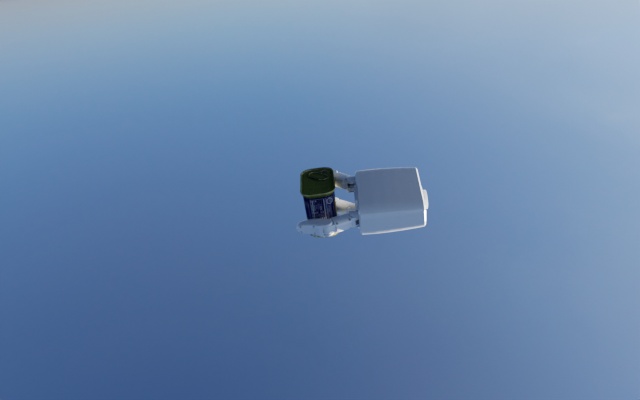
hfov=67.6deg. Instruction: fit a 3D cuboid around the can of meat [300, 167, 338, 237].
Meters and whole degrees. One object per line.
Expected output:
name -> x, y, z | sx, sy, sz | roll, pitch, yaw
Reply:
can of meat -> 0.000, 0.003, 0.810 | 0.057, 0.084, 0.102 | -8, 28, 2
